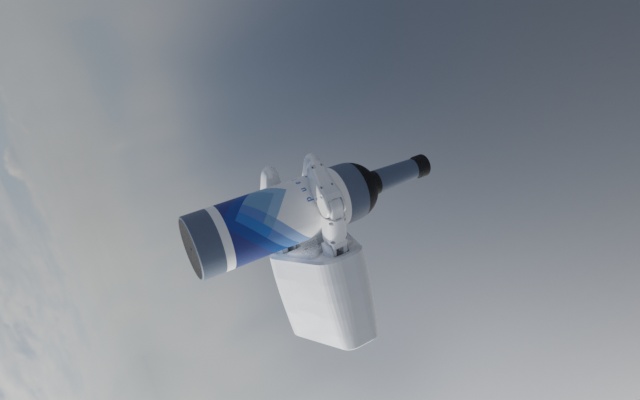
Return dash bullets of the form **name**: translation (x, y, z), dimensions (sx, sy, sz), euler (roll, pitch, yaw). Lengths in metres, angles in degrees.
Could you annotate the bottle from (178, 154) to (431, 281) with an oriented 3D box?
- **bottle**: translation (0.000, 0.002, 0.522), dimensions (0.295, 0.069, 0.069), euler (-20, 8, -25)
